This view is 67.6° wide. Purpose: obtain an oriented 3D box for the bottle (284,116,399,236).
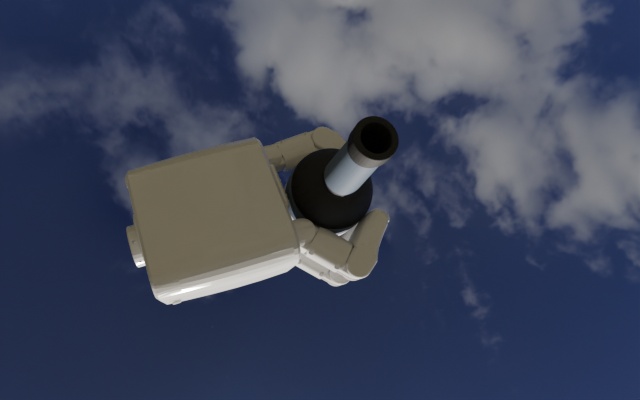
[{"bbox_3d":[0.000,0.001,0.409,0.069,0.069,0.296,0,-14,-13],"label":"bottle"}]
